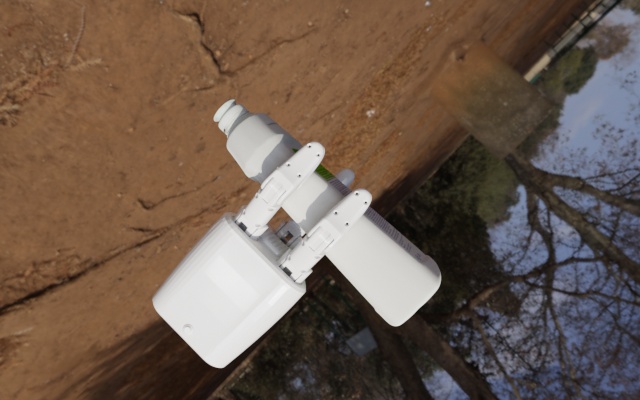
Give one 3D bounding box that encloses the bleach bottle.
[{"bbox_3d":[0.000,0.001,0.452,0.251,0.068,0.102,44,7,4],"label":"bleach bottle"}]
